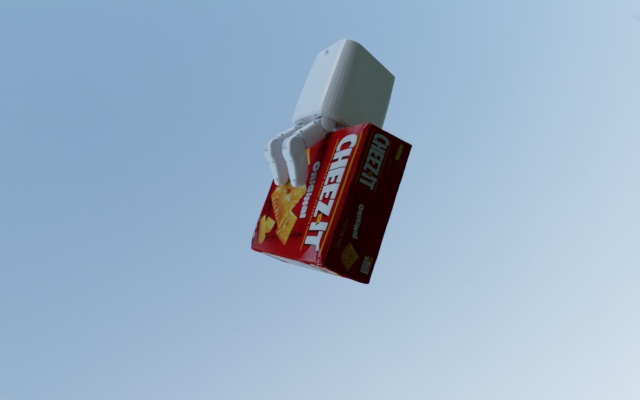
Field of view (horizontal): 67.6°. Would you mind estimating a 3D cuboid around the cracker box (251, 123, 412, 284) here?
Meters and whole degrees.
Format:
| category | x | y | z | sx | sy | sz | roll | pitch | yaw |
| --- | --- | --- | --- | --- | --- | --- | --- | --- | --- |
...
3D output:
| category | x | y | z | sx | sy | sz | roll | pitch | yaw |
| --- | --- | --- | --- | --- | --- | --- | --- | --- | --- |
| cracker box | 0.000 | 0.002 | 0.593 | 0.072 | 0.164 | 0.213 | 23 | -11 | -26 |
